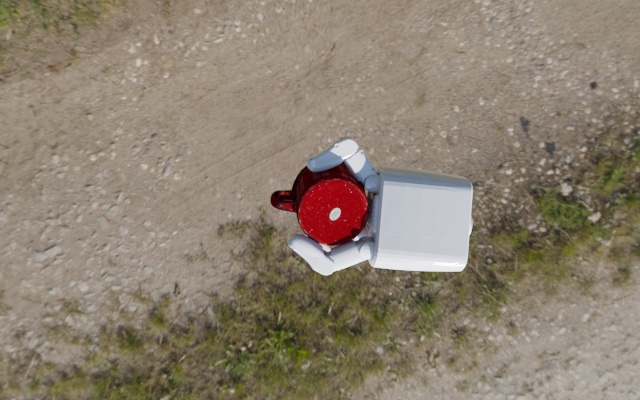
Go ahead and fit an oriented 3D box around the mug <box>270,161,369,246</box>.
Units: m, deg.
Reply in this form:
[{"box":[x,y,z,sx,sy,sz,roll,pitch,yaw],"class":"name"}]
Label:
[{"box":[-0.001,0.002,0.558,0.117,0.093,0.081,6,14,-5],"class":"mug"}]
